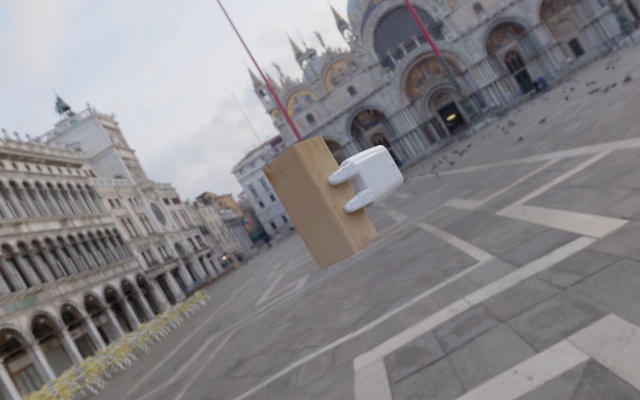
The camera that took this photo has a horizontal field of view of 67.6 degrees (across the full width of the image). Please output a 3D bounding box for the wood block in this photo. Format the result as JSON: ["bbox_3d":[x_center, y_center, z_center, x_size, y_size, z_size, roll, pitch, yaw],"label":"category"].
[{"bbox_3d":[0.000,0.003,0.841,0.091,0.206,0.090,-31,-1,38],"label":"wood block"}]
